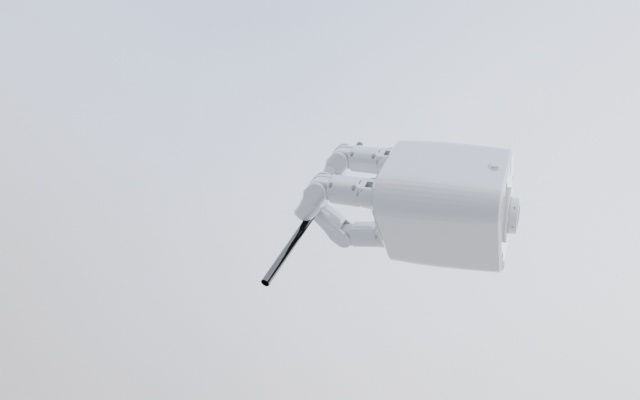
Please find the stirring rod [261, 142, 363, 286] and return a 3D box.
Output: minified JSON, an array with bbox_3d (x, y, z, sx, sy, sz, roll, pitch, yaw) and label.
[{"bbox_3d":[0.000,0.002,0.498,0.011,0.011,0.239,0,35,29],"label":"stirring rod"}]
